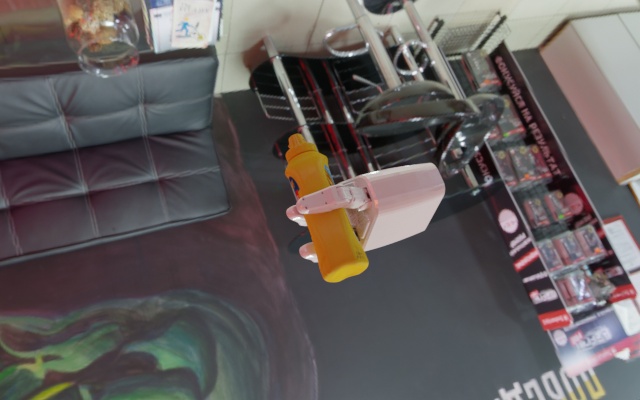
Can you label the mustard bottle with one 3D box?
[{"bbox_3d":[0.000,0.002,0.594,0.058,0.191,0.096,-21,-17,2],"label":"mustard bottle"}]
